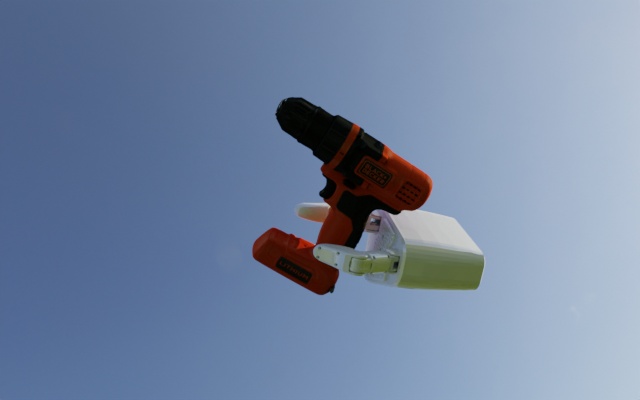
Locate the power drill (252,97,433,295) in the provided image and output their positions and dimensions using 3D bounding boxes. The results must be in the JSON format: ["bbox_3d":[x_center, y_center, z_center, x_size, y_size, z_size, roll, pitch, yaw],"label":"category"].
[{"bbox_3d":[0.000,0.002,0.526,0.184,0.188,0.057,32,24,-7],"label":"power drill"}]
